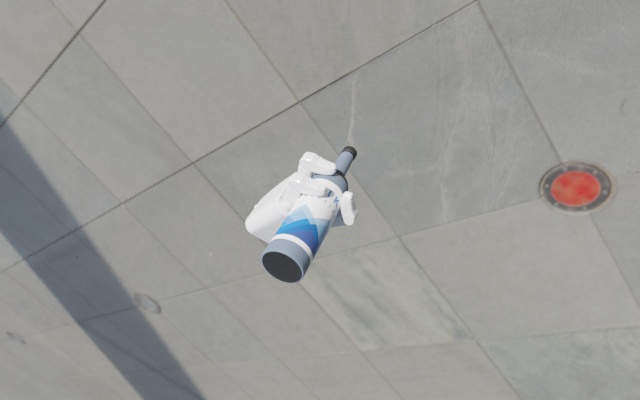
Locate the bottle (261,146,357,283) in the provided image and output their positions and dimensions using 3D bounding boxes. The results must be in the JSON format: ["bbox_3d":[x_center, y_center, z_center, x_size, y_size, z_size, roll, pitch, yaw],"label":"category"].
[{"bbox_3d":[0.000,0.003,0.771,0.069,0.069,0.295,0,38,28],"label":"bottle"}]
